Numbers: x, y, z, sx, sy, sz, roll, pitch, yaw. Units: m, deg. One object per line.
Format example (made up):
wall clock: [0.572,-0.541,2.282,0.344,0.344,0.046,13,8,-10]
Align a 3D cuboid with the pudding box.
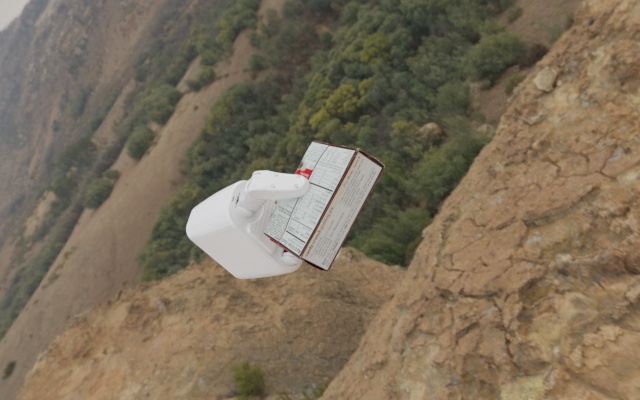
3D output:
pudding box: [0.000,0.001,0.456,0.039,0.113,0.090,28,-3,-31]
